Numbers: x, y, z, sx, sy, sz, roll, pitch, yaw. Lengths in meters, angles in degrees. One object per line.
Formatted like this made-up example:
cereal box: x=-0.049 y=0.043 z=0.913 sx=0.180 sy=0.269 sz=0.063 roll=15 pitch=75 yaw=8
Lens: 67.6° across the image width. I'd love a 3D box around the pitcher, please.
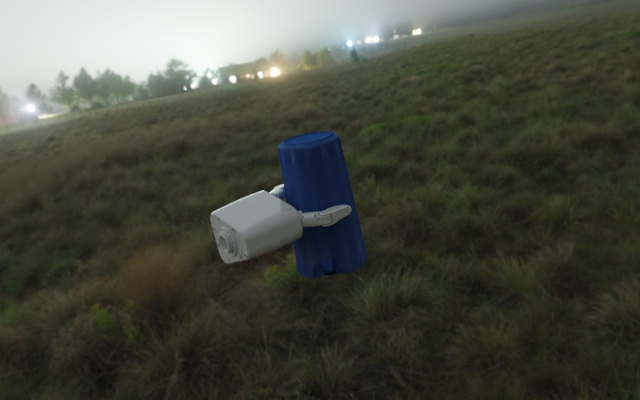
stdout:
pitcher: x=0.000 y=0.003 z=0.860 sx=0.145 sy=0.243 sz=0.149 roll=-24 pitch=22 yaw=-37
